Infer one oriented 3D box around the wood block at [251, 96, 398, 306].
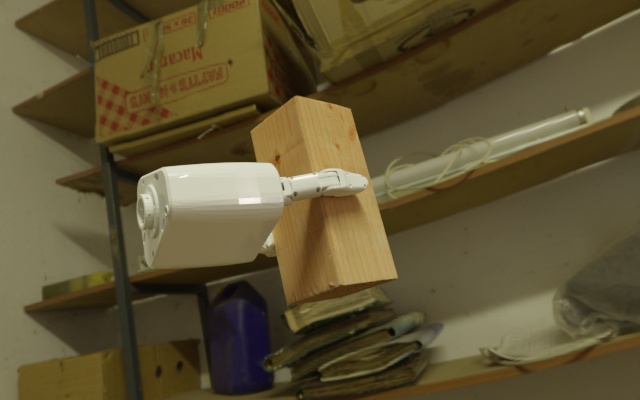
[{"bbox_3d":[0.000,0.001,0.532,0.090,0.206,0.091,3,-23,-45],"label":"wood block"}]
